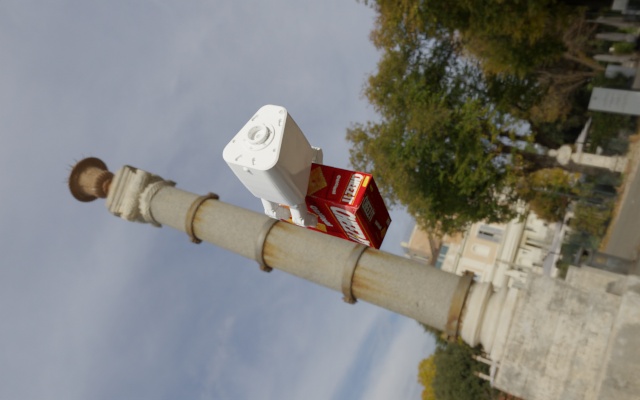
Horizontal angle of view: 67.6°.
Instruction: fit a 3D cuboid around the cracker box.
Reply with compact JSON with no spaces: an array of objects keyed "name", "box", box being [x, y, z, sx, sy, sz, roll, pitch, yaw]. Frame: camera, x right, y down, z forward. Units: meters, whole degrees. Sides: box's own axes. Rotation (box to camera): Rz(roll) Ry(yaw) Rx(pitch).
[{"name":"cracker box","box":[0.000,0.003,0.831,0.213,0.072,0.164,15,-21,27]}]
